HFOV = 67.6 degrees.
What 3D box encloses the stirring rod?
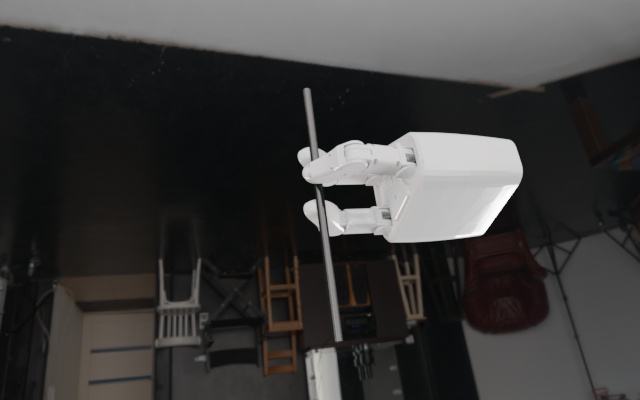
[{"bbox_3d":[0.000,0.001,0.422,0.011,0.239,0.011,-6,-23,-3],"label":"stirring rod"}]
